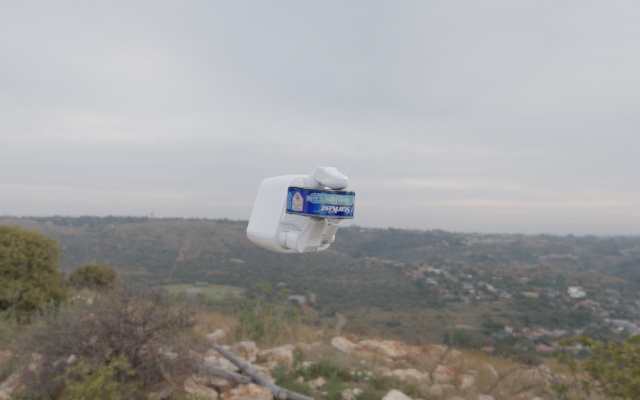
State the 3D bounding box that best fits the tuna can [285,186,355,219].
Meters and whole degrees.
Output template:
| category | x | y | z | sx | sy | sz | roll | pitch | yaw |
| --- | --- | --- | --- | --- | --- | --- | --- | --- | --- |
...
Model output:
| category | x | y | z | sx | sy | sz | roll | pitch | yaw |
| --- | --- | --- | --- | --- | --- | --- | --- | --- | --- |
| tuna can | 0.000 | 0.001 | 0.590 | 0.086 | 0.034 | 0.086 | 5 | 2 | 0 |
